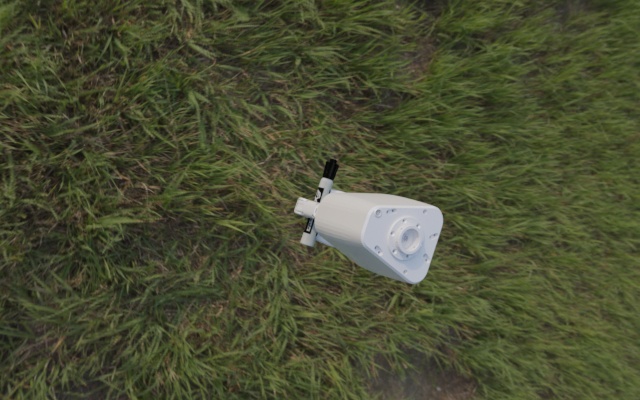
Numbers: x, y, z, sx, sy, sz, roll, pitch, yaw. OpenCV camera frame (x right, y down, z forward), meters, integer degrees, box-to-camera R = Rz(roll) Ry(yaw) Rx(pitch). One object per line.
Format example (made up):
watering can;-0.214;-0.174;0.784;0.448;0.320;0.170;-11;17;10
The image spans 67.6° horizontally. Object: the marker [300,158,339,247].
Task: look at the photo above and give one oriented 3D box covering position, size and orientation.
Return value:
marker;0.000;0.002;0.642;0.020;0.121;0.020;18;-3;1
